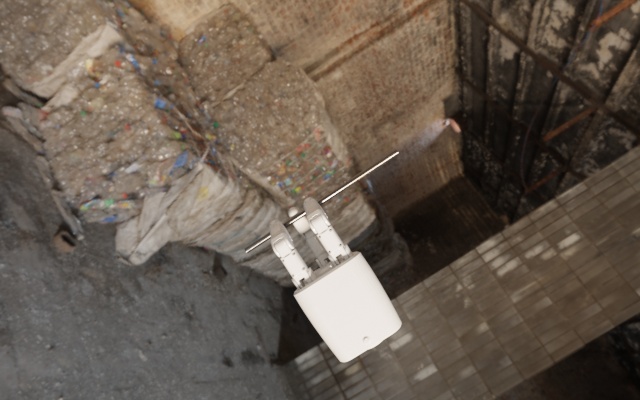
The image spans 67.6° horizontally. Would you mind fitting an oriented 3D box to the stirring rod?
[{"bbox_3d":[0.000,0.002,0.633,0.239,0.011,0.011,-33,-3,5],"label":"stirring rod"}]
